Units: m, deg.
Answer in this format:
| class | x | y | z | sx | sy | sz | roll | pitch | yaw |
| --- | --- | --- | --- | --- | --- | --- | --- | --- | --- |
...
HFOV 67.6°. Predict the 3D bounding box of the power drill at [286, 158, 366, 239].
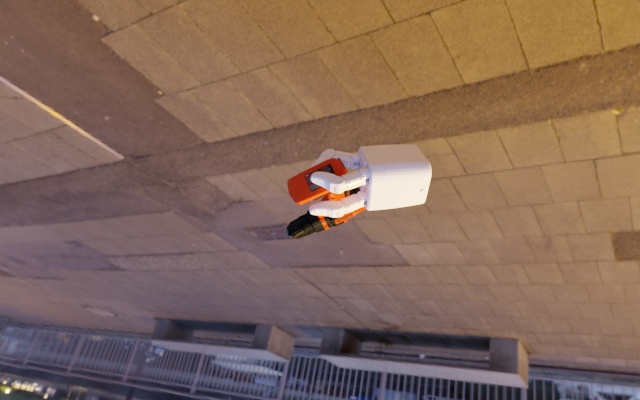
| class | x | y | z | sx | sy | sz | roll | pitch | yaw |
| --- | --- | --- | --- | --- | --- | --- | --- | --- | --- |
| power drill | 0.000 | 0.003 | 0.897 | 0.184 | 0.057 | 0.188 | -27 | -23 | 3 |
